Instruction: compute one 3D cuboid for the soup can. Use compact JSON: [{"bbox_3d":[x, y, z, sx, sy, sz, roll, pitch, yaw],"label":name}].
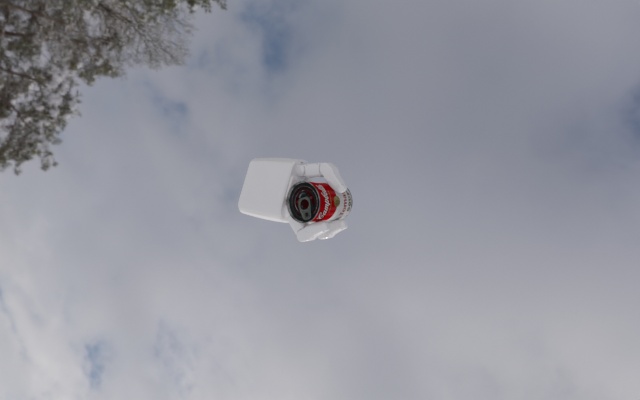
[{"bbox_3d":[0.001,0.003,0.806,0.068,0.068,0.102,0,0,35],"label":"soup can"}]
